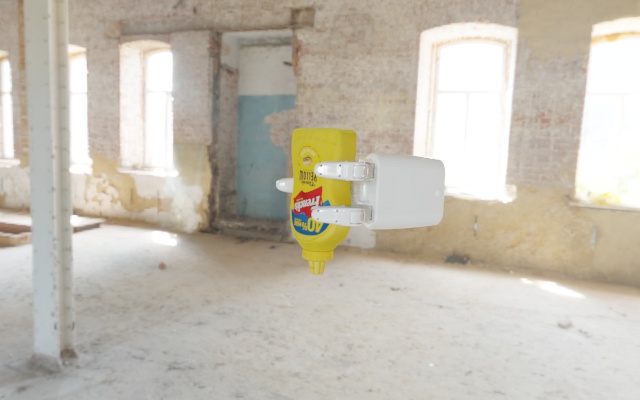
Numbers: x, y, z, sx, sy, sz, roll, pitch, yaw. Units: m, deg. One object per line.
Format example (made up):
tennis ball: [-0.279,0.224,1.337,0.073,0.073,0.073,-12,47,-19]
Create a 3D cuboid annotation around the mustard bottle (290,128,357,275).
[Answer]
mustard bottle: [0.000,0.002,0.629,0.058,0.191,0.096,-3,8,-44]
